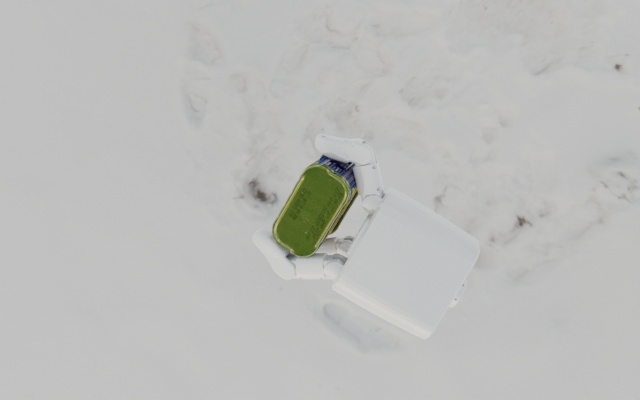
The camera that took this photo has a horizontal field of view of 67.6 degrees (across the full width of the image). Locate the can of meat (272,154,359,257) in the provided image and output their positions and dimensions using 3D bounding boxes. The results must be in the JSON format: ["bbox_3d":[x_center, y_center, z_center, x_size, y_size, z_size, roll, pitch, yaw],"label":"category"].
[{"bbox_3d":[0.000,0.002,0.497,0.057,0.102,0.084,32,21,5],"label":"can of meat"}]
